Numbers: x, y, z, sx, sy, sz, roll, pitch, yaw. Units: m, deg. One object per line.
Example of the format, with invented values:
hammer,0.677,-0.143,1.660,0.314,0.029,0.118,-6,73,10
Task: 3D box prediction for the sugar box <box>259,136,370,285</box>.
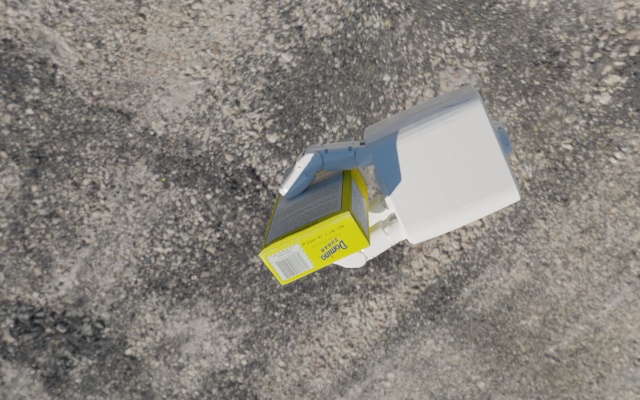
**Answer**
sugar box,0.000,0.002,0.482,0.093,0.048,0.176,-25,21,17
